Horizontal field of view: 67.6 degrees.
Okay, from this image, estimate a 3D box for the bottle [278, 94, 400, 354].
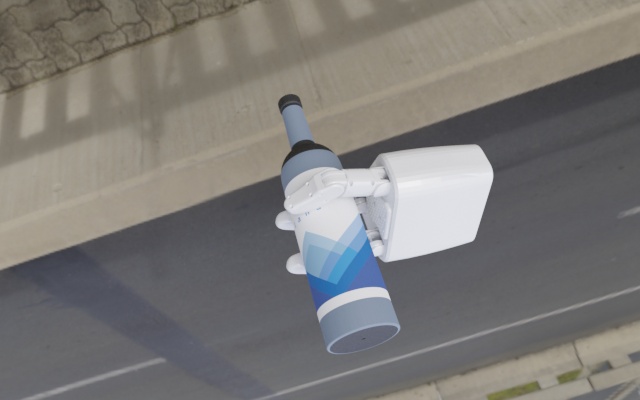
[{"bbox_3d":[0.000,0.002,0.490,0.069,0.295,0.069,-12,-32,-8],"label":"bottle"}]
